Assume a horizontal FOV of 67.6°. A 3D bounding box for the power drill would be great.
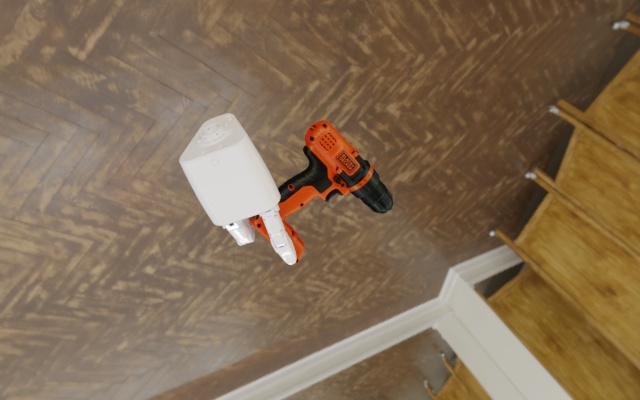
[{"bbox_3d":[0.000,0.003,0.715,0.184,0.187,0.057,45,-2,-23],"label":"power drill"}]
